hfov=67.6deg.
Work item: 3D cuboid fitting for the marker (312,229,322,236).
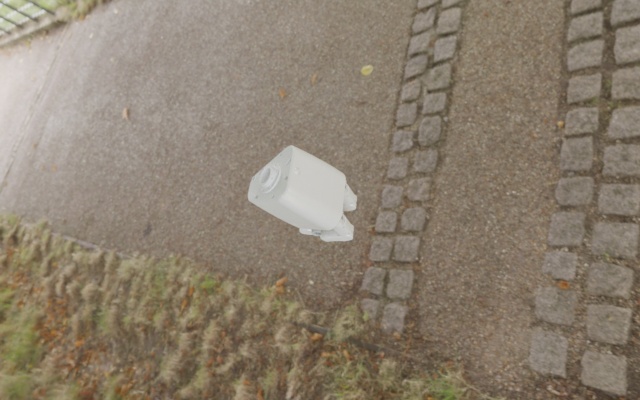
[{"bbox_3d":[0.000,0.003,0.819,0.020,0.121,0.020,5,-28,3],"label":"marker"}]
